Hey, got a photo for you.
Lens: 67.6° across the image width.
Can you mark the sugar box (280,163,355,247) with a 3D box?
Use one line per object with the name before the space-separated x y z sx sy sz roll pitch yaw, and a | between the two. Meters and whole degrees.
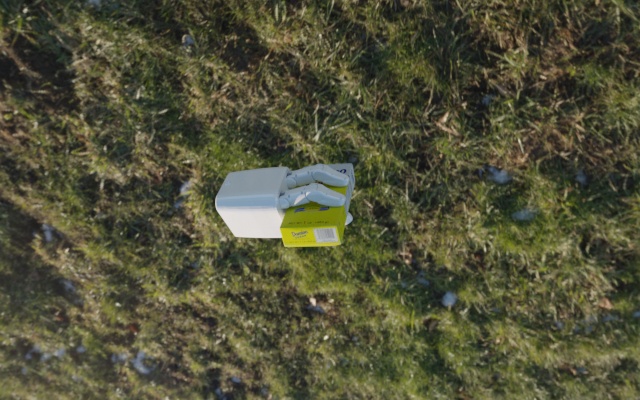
sugar box | 0.000 0.002 0.782 0.093 0.048 0.176 -3 38 13
